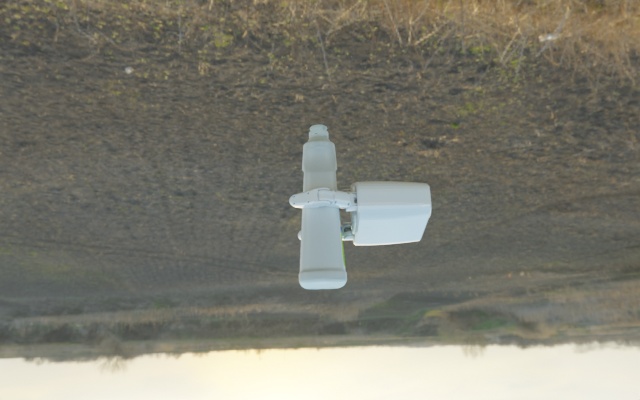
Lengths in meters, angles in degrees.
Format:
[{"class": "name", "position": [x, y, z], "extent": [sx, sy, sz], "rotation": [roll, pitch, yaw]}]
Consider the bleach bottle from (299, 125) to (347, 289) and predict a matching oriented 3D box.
[{"class": "bleach bottle", "position": [0.000, 0.002, 0.718], "extent": [0.068, 0.250, 0.102], "rotation": [-1, -16, -1]}]
